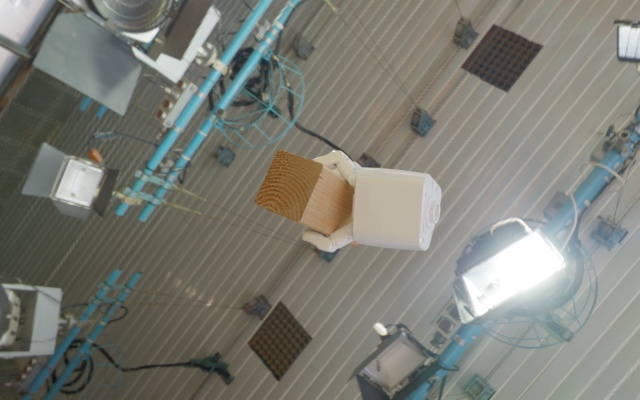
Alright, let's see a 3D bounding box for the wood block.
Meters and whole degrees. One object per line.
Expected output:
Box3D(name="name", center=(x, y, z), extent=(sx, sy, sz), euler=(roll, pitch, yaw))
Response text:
Box3D(name="wood block", center=(0.000, 0.003, 0.768), extent=(0.090, 0.091, 0.206), euler=(21, -4, 31))
